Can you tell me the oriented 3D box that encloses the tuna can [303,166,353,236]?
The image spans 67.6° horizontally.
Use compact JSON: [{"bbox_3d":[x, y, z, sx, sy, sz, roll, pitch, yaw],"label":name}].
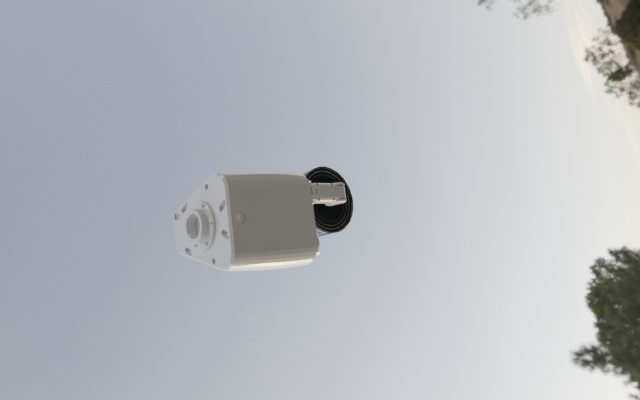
[{"bbox_3d":[0.000,0.002,0.610,0.086,0.086,0.034,0,-13,-42],"label":"tuna can"}]
